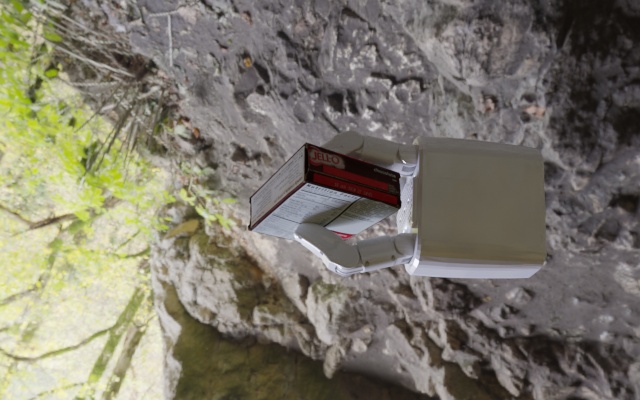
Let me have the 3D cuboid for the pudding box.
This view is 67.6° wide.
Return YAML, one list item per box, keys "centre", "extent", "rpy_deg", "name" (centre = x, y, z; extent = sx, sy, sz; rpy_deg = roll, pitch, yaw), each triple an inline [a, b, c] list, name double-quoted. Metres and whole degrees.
- centre: [0.000, 0.002, 0.408]
  extent: [0.090, 0.039, 0.113]
  rpy_deg: [16, -32, -26]
  name: "pudding box"
